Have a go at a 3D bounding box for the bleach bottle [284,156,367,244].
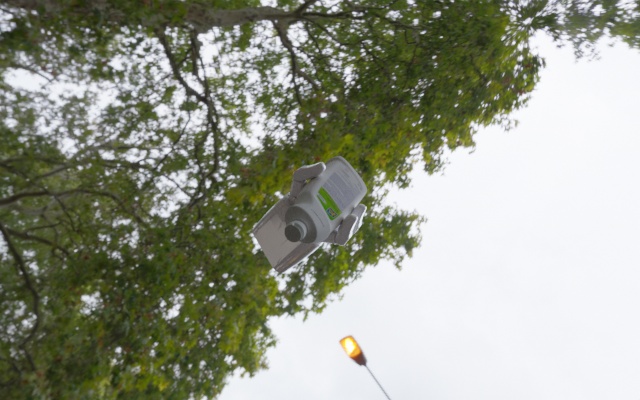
[{"bbox_3d":[0.000,0.003,0.825,0.068,0.102,0.250,-41,0,30],"label":"bleach bottle"}]
